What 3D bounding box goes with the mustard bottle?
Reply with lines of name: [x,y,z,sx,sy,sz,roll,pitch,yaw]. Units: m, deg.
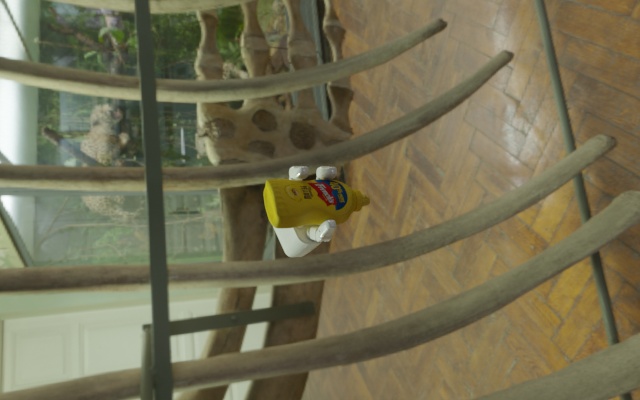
mustard bottle: [0.000,0.003,0.856,0.191,0.058,0.096,-1,43,-22]
